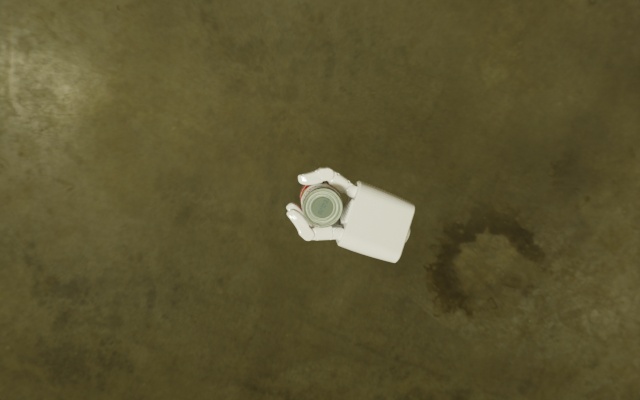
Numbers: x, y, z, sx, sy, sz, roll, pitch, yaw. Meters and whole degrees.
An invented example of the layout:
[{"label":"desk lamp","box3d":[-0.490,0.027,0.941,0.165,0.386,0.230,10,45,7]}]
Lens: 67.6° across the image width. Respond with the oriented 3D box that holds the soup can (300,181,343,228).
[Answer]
[{"label":"soup can","box3d":[0.000,0.002,0.813,0.068,0.068,0.102,0,11,-4]}]
